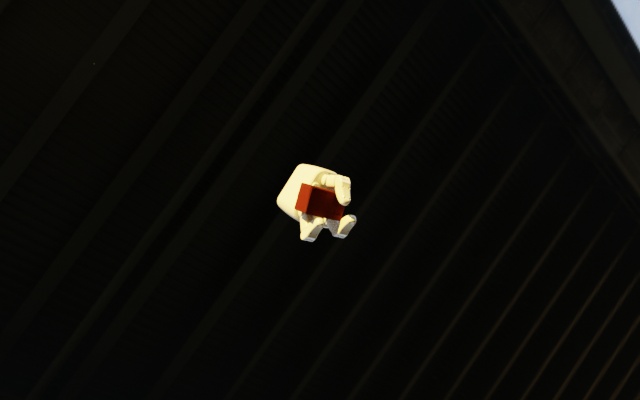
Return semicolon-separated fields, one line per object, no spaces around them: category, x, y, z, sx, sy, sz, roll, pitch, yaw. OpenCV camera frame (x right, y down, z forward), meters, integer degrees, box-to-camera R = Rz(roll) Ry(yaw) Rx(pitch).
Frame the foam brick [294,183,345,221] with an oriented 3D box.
foam brick;0.000;0.003;0.879;0.078;0.053;0.051;15;2;-28
